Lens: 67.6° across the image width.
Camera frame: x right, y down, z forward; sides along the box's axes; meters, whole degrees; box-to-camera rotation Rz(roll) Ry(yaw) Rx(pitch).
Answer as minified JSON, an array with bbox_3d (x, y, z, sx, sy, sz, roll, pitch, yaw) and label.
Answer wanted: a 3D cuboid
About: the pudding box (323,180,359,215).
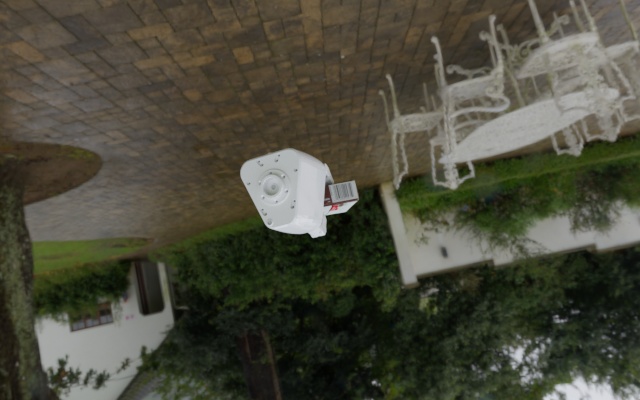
[{"bbox_3d":[0.000,0.003,0.813,0.113,0.039,0.090,-9,-11,-12],"label":"pudding box"}]
